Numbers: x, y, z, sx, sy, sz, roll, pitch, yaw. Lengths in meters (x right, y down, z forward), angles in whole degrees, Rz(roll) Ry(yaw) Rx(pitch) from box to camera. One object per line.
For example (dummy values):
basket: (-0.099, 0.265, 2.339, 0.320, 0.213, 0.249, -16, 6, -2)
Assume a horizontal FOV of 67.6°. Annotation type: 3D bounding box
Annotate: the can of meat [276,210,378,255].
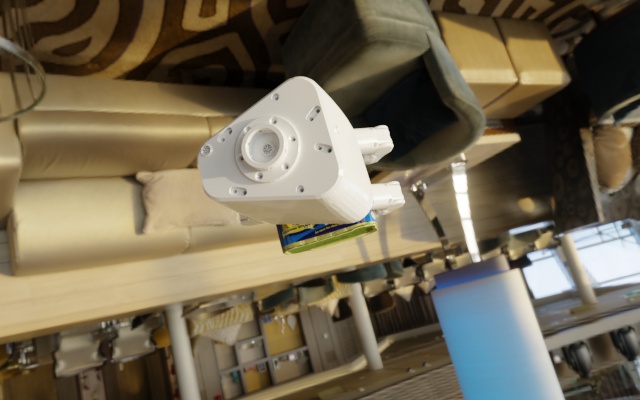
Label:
can of meat: (0.000, 0.002, 0.479, 0.102, 0.084, 0.057, -18, -14, 10)
